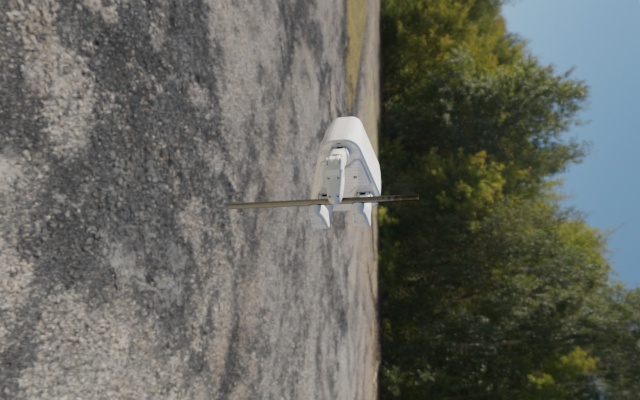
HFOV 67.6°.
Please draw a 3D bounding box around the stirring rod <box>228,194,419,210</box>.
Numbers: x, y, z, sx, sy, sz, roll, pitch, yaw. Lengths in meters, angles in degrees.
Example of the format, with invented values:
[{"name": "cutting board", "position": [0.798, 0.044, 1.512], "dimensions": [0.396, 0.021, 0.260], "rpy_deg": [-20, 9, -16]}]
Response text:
[{"name": "stirring rod", "position": [0.000, 0.002, 0.595], "dimensions": [0.239, 0.011, 0.011], "rpy_deg": [-3, -1, 10]}]
